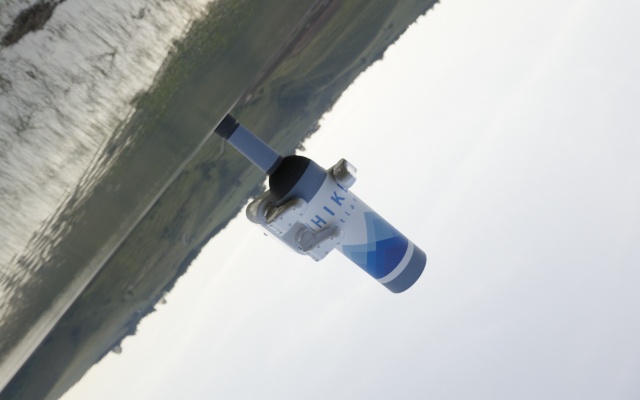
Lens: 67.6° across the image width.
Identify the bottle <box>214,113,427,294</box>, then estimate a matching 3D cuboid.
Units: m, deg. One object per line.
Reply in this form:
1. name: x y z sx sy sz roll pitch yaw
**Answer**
1. bottle: 0.000 0.002 0.569 0.296 0.069 0.069 39 -12 -15
